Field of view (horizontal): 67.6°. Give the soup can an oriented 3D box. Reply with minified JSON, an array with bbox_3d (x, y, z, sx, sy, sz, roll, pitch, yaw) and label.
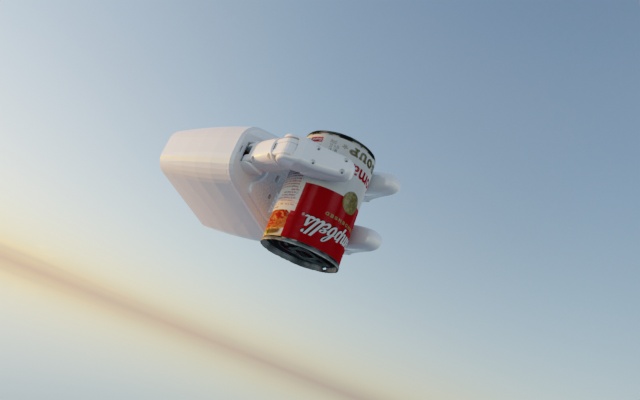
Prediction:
[{"bbox_3d":[0.001,0.001,0.402,0.068,0.102,0.068,19,-20,7],"label":"soup can"}]
